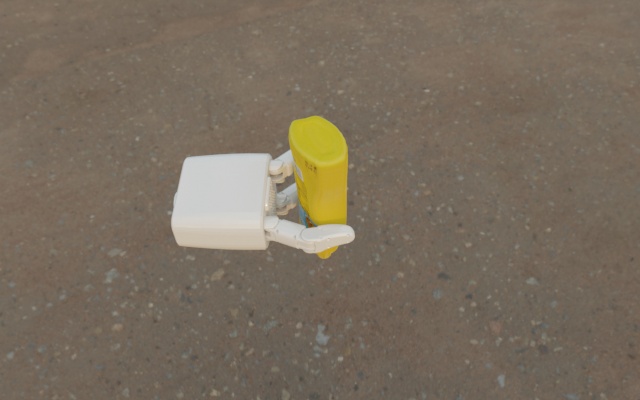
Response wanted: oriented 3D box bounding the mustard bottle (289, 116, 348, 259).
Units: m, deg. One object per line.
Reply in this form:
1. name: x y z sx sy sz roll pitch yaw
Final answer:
1. mustard bottle: 0.000 0.002 0.578 0.058 0.192 0.096 -16 44 -14
